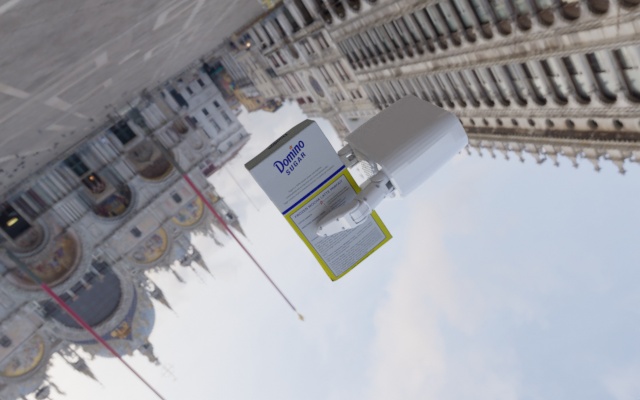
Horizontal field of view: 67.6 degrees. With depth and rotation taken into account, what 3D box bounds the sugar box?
[{"bbox_3d":[0.000,0.002,0.560,0.093,0.176,0.048,-37,20,-6],"label":"sugar box"}]
